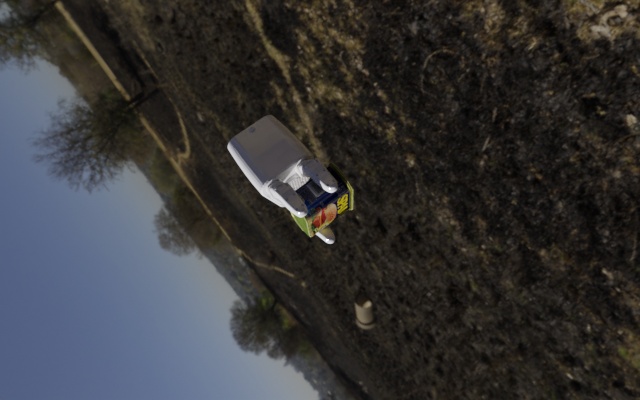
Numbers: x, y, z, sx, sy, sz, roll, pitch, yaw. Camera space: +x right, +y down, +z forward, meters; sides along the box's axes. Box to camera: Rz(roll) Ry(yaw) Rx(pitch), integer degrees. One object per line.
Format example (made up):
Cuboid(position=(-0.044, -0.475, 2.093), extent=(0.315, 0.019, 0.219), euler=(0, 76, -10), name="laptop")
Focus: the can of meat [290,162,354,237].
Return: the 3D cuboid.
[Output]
Cuboid(position=(0.000, 0.003, 0.718), extent=(0.084, 0.057, 0.102), euler=(-36, -20, -12), name="can of meat")
